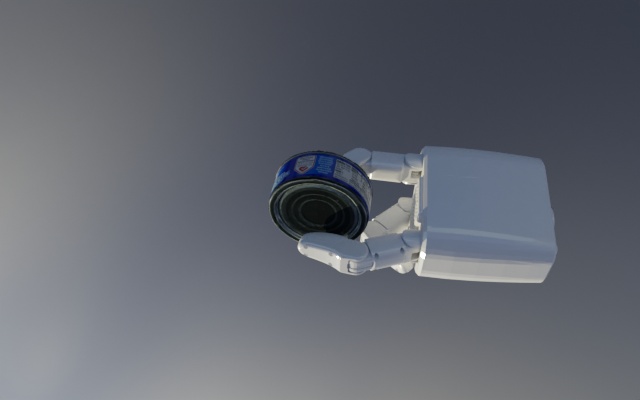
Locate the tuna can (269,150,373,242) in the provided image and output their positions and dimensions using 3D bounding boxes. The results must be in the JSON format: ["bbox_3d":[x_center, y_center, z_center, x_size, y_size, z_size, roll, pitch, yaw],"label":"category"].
[{"bbox_3d":[0.000,0.002,0.404,0.086,0.033,0.086,7,-44,7],"label":"tuna can"}]
